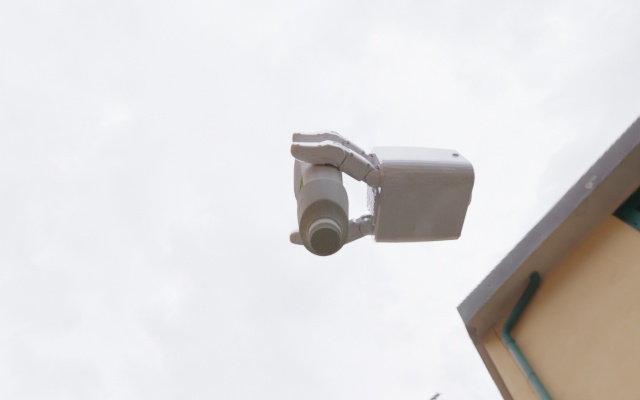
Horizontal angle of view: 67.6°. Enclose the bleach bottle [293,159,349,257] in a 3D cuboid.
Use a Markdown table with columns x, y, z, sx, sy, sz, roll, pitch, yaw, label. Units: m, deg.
| x | y | z | sx | sy | sz | roll | pitch | yaw | label |
| --- | --- | --- | --- | --- | --- | --- | --- | --- | --- |
| 0.000 | 0.002 | 0.557 | 0.068 | 0.103 | 0.250 | 0 | 21 | -2 | bleach bottle |
